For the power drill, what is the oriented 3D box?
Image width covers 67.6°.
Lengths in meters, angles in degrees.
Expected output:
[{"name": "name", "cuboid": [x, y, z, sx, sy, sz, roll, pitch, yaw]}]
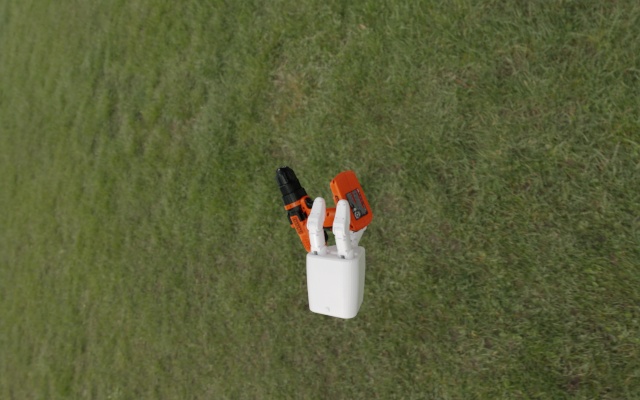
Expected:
[{"name": "power drill", "cuboid": [0.000, 0.003, 0.899, 0.057, 0.184, 0.188, -30, 7, -37]}]
